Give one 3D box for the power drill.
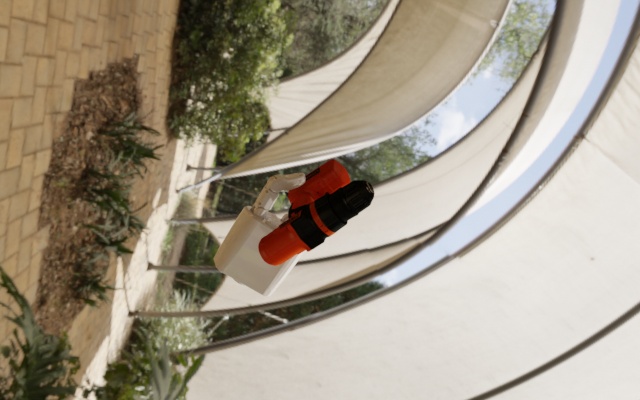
[{"bbox_3d":[0.000,0.002,0.707,0.184,0.057,0.187,-32,15,18],"label":"power drill"}]
